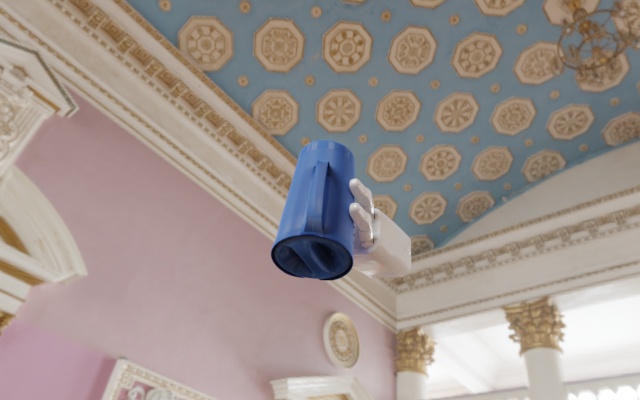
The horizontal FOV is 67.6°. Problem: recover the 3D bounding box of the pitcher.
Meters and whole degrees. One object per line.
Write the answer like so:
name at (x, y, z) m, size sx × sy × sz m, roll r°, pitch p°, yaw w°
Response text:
pitcher at (0.000, 0.003, 0.829) m, size 0.149 × 0.242 × 0.145 m, roll -29°, pitch -53°, yaw 36°
